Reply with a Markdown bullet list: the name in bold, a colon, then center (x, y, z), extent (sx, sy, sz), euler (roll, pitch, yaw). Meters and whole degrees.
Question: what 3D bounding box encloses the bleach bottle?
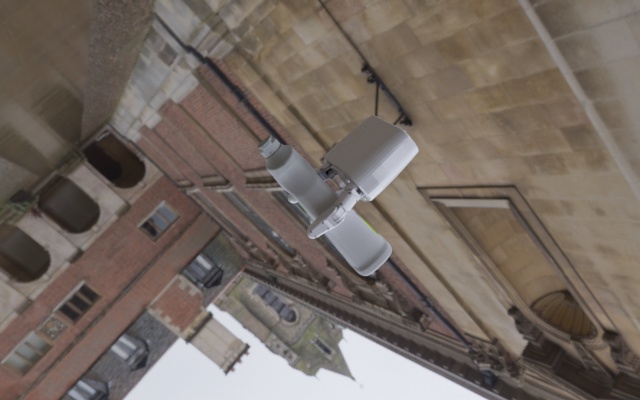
- **bleach bottle**: center (0.000, 0.002, 0.731), extent (0.251, 0.068, 0.102), euler (47, -2, -20)
